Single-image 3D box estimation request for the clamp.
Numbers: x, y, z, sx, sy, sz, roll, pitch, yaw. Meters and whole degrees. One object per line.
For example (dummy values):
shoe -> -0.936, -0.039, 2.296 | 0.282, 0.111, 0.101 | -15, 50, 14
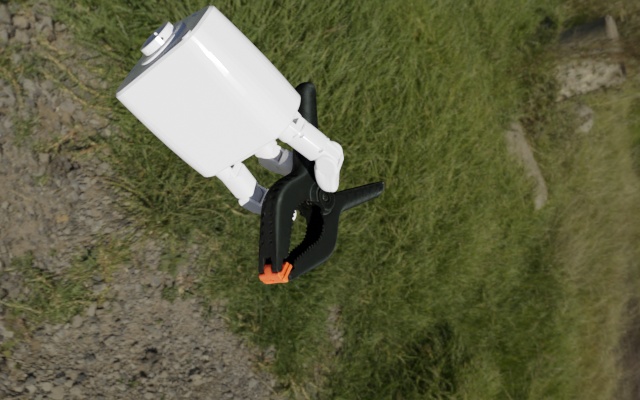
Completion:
clamp -> 0.000, 0.002, 0.493 | 0.036, 0.209, 0.165 | -14, -45, 41
